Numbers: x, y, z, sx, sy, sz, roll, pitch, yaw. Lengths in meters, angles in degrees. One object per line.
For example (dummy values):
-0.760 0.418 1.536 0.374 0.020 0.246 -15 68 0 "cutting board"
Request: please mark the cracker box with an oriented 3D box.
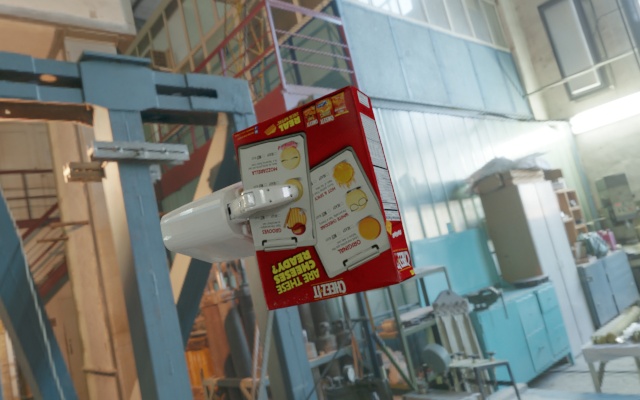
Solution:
0.000 0.002 0.546 0.164 0.213 0.072 -17 -9 26 "cracker box"
